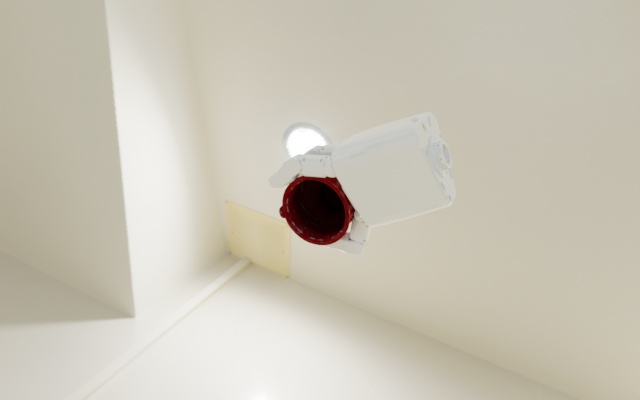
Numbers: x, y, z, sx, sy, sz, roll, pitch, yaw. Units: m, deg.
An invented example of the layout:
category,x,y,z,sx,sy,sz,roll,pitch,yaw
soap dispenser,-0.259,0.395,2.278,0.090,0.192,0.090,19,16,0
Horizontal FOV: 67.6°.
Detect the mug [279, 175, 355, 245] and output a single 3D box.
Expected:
category,x,y,z,sx,sy,sz,roll,pitch,yaw
mug,-0.001,0.002,0.627,0.117,0.093,0.081,-14,13,31
